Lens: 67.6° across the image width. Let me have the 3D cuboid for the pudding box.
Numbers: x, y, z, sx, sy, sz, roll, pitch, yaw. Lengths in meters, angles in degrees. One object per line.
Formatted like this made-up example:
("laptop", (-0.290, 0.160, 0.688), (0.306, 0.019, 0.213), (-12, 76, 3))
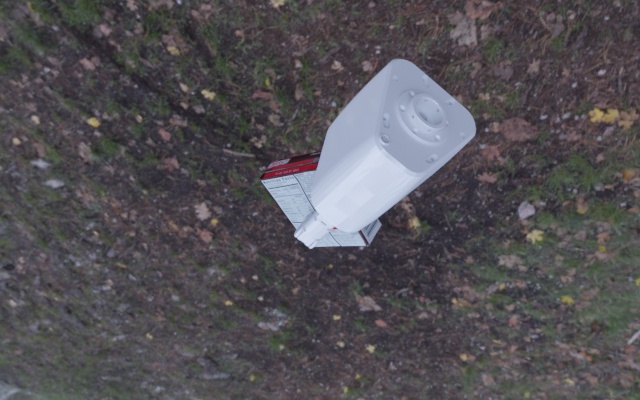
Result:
("pudding box", (0.000, 0.002, 0.518), (0.090, 0.113, 0.039), (-6, 37, 41))
